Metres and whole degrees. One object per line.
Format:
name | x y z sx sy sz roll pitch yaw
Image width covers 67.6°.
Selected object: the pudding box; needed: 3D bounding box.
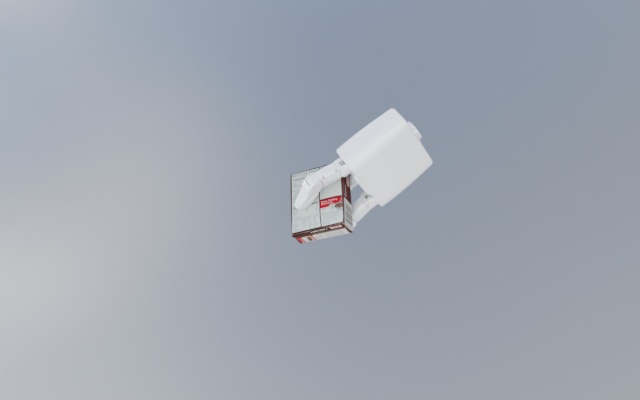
pudding box | 0.000 0.002 0.740 0.090 0.113 0.039 -14 -33 21
